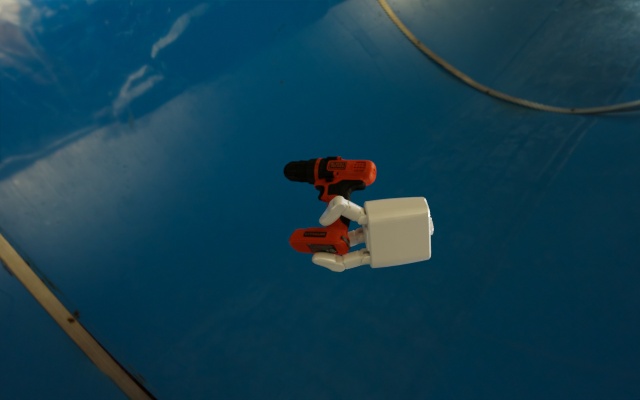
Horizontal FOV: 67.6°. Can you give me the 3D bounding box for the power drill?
[{"bbox_3d":[0.000,0.003,0.880,0.184,0.187,0.057,1,-28,23],"label":"power drill"}]
